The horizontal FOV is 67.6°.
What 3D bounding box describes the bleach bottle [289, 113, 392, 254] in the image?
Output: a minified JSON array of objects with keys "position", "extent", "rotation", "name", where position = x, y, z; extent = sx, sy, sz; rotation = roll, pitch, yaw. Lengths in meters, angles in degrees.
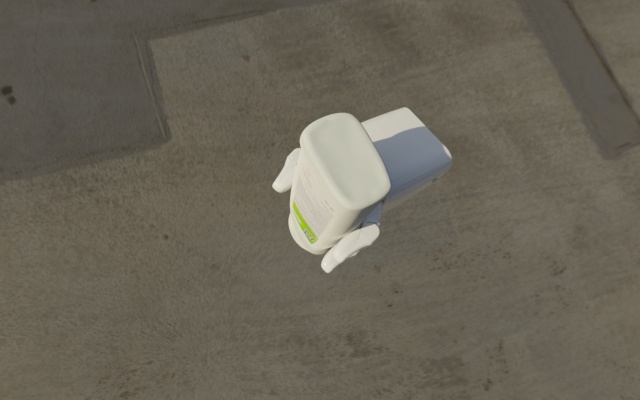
[{"position":[0.000,0.002,0.566],"extent":[0.068,0.102,0.251],"rotation":[-25,-11,-20],"name":"bleach bottle"}]
